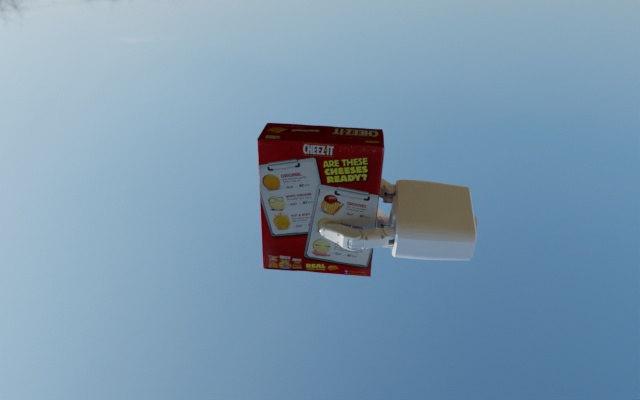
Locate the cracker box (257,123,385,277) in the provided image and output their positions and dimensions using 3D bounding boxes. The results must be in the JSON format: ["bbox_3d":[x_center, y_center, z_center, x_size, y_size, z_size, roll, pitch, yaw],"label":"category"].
[{"bbox_3d":[0.000,0.002,0.680,0.164,0.214,0.072,4,31,3],"label":"cracker box"}]
